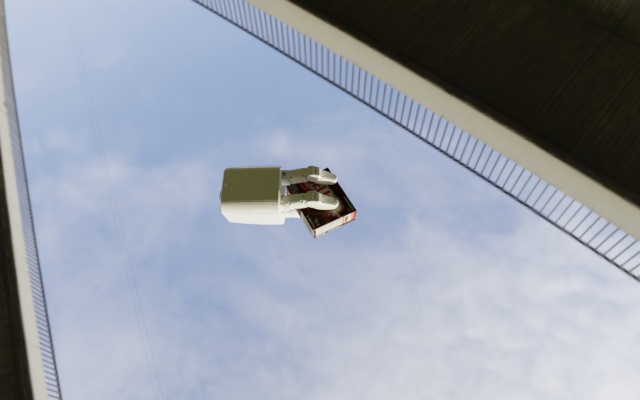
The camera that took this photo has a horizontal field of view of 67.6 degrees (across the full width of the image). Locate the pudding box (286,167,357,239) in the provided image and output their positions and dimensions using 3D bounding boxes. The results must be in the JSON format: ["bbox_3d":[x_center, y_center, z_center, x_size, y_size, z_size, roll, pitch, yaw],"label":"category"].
[{"bbox_3d":[0.000,0.003,0.874,0.090,0.113,0.039,-24,-27,-15],"label":"pudding box"}]
